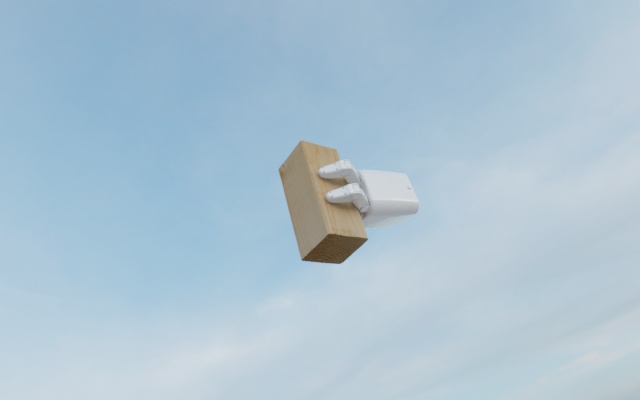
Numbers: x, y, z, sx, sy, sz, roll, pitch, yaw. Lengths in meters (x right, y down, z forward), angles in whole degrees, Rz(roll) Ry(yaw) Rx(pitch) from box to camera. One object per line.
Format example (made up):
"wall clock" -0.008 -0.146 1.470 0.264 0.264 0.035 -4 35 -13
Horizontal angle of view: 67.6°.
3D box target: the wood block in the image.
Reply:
"wood block" 0.000 0.003 0.873 0.090 0.206 0.091 10 -42 -34
